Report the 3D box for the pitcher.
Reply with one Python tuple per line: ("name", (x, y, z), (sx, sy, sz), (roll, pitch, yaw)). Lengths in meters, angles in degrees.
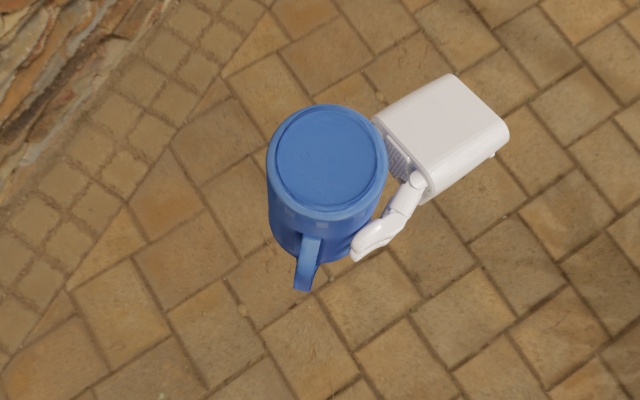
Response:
("pitcher", (0.000, 0.002, 0.521), (0.145, 0.149, 0.243), (-30, -10, -8))
